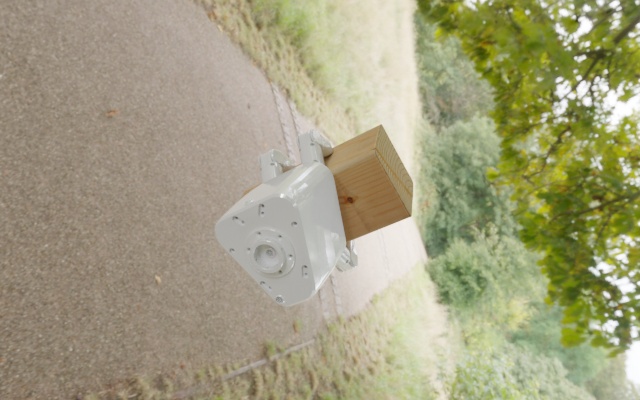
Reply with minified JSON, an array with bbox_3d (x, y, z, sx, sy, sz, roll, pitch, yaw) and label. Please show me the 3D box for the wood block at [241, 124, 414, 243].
[{"bbox_3d":[0.000,0.002,0.587,0.206,0.091,0.090,-24,22,23],"label":"wood block"}]
